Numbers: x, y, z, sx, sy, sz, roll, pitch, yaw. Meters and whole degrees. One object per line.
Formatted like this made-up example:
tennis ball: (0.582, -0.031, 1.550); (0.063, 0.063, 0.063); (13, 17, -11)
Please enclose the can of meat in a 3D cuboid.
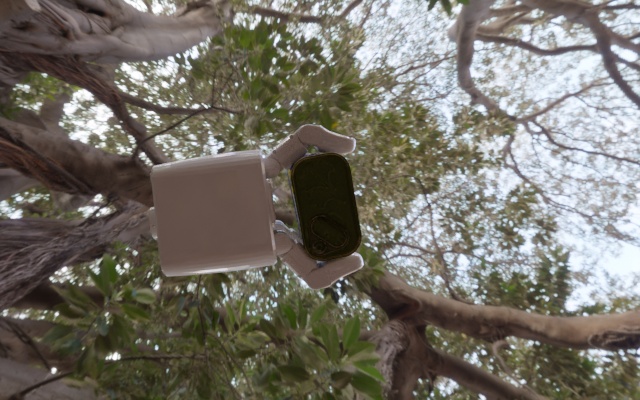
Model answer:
can of meat: (0.000, 0.001, 0.490); (0.057, 0.102, 0.084); (-12, 9, -7)
